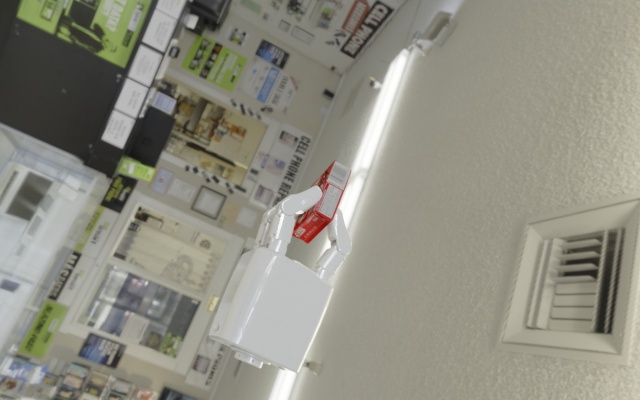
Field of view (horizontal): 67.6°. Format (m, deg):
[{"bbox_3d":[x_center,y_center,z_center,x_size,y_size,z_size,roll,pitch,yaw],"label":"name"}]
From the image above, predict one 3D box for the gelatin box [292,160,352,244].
[{"bbox_3d":[0.001,0.002,0.615,0.030,0.089,0.073,30,-36,-10],"label":"gelatin box"}]
